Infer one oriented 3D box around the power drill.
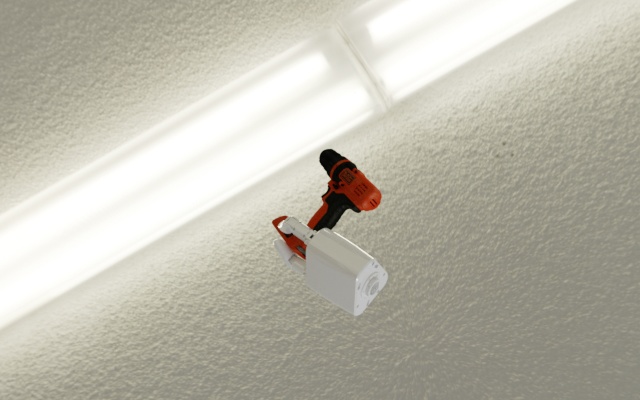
[{"bbox_3d":[0.000,0.003,0.875,0.057,0.187,0.184,41,5,-42],"label":"power drill"}]
